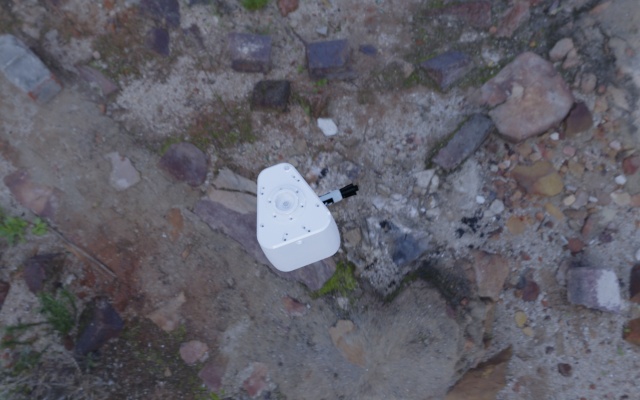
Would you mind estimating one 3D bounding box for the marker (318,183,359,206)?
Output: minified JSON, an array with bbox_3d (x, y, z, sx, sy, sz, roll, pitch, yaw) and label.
[{"bbox_3d":[0.000,0.002,0.717,0.121,0.020,0.020,-21,0,-1],"label":"marker"}]
